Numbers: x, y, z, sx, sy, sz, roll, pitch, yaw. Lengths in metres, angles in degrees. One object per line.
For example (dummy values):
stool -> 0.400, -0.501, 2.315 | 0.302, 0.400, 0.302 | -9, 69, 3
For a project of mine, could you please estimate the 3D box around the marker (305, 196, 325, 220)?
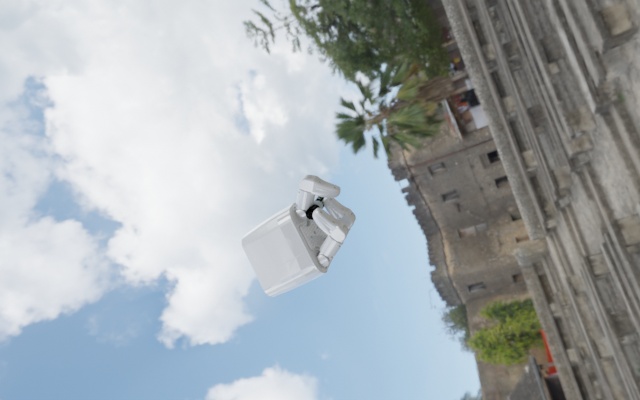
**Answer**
marker -> 0.000, 0.002, 0.751 | 0.020, 0.020, 0.121 | 0, 19, 15
